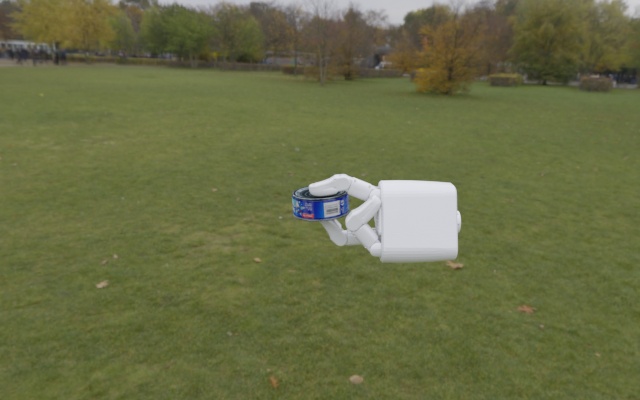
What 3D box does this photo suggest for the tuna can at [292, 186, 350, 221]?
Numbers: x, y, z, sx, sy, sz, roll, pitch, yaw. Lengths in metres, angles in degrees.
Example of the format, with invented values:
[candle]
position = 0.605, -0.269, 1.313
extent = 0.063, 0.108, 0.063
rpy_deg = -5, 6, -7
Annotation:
[tuna can]
position = 0.000, 0.002, 0.715
extent = 0.086, 0.034, 0.086
rpy_deg = -3, 16, 1
